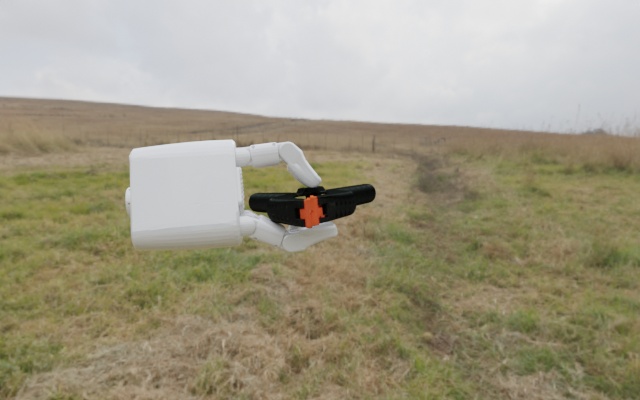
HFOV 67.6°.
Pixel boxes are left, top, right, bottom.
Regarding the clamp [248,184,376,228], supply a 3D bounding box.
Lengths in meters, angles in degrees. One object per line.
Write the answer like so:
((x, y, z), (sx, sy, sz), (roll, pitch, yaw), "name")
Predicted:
((0.000, 0.001, 0.537), (0.164, 0.036, 0.210), (-6, 4, -7), "clamp")
